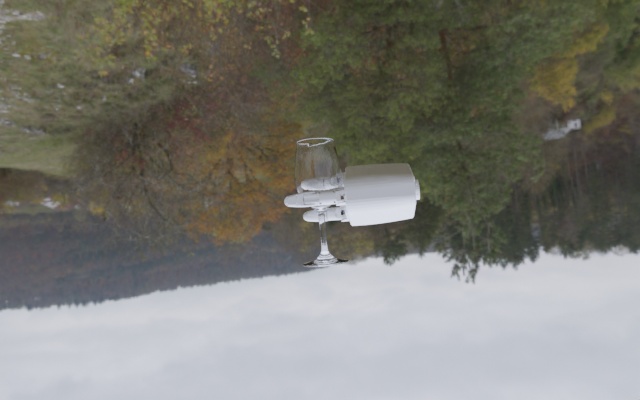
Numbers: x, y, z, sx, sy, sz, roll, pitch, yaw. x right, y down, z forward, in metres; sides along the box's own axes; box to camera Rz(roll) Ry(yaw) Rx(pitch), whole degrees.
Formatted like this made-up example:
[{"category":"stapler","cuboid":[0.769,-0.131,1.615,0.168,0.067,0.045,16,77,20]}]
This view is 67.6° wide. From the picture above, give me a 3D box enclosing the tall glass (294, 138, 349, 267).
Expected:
[{"category":"tall glass","cuboid":[0.000,0.003,0.773,0.079,0.201,0.079,-5,-1,0]}]
